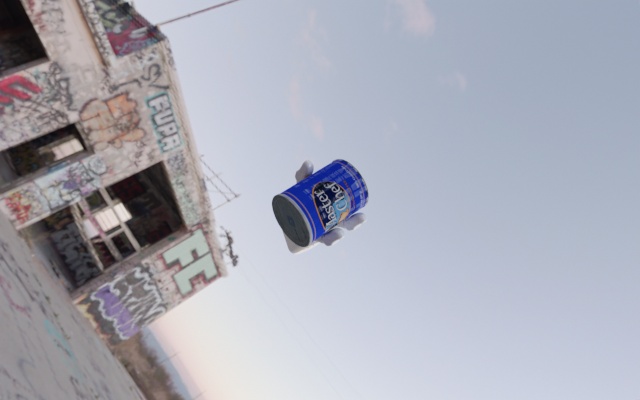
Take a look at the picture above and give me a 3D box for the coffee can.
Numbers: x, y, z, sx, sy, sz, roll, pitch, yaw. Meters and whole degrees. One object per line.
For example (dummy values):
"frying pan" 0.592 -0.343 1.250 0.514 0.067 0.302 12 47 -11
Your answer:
"coffee can" 0.000 0.003 0.843 0.140 0.103 0.103 -33 17 -28
